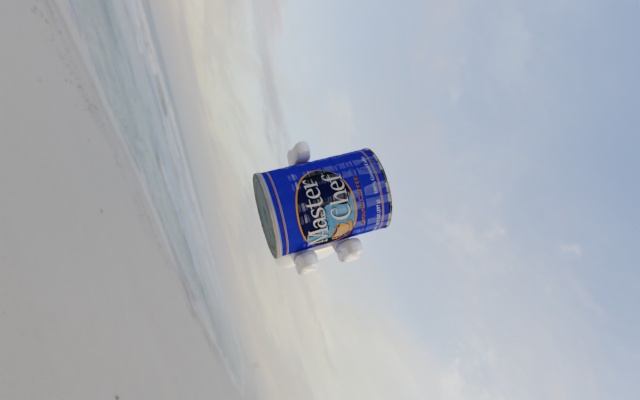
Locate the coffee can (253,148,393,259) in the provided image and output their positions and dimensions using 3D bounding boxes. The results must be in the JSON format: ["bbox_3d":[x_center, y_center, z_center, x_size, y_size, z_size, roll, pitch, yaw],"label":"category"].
[{"bbox_3d":[0.000,0.002,0.570,0.140,0.103,0.103,-14,3,-14],"label":"coffee can"}]
